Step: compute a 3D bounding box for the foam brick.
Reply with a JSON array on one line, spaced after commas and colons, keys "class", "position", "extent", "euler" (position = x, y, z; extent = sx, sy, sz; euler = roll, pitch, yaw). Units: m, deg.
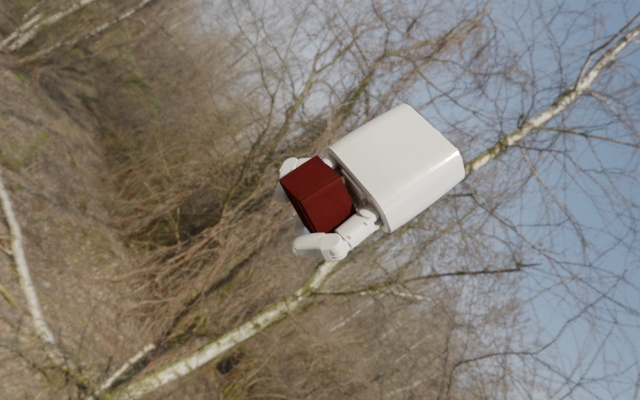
[{"class": "foam brick", "position": [0.000, 0.002, 0.511], "extent": [0.051, 0.078, 0.053], "euler": [-34, 42, -8]}]
